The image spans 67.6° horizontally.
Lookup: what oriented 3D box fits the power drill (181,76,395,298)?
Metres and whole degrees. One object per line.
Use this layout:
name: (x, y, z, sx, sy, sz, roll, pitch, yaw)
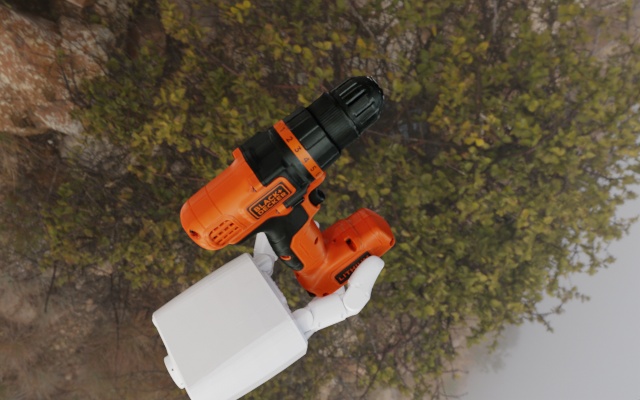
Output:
power drill: (0.000, 0.002, 0.420, 0.184, 0.057, 0.188, -37, -41, 4)
